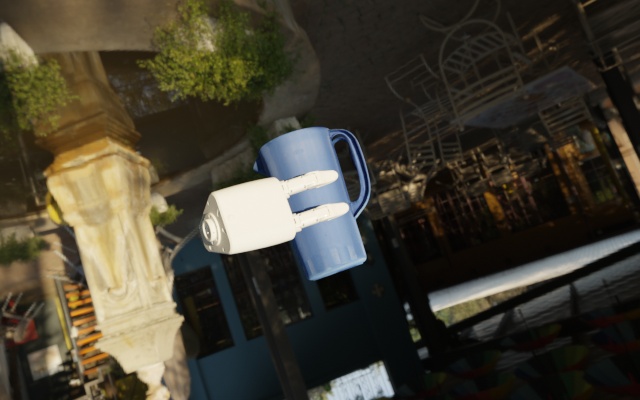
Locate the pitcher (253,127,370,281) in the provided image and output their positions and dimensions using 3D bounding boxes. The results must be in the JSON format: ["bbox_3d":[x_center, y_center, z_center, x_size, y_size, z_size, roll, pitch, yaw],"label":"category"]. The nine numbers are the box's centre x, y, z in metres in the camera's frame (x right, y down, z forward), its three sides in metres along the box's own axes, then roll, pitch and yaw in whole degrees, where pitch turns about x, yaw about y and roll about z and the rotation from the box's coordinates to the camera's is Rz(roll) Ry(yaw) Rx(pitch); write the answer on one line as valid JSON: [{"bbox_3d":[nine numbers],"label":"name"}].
[{"bbox_3d":[0.000,0.003,0.814,0.145,0.243,0.149,-13,-10,-37],"label":"pitcher"}]
